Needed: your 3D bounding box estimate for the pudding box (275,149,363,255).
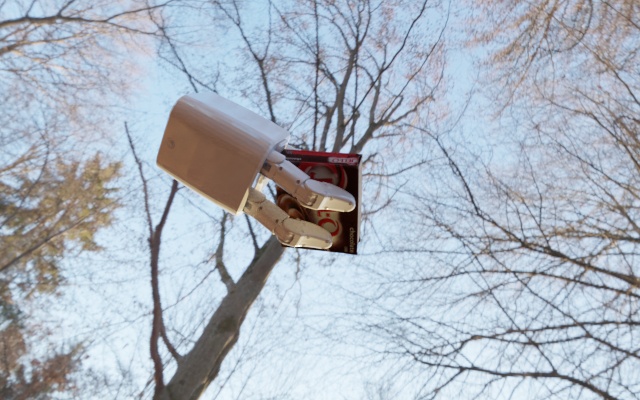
[{"bbox_3d":[0.000,0.002,0.527,0.090,0.114,0.039,5,32,13],"label":"pudding box"}]
